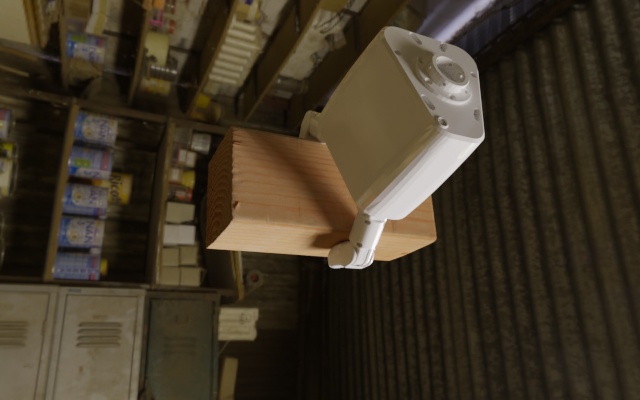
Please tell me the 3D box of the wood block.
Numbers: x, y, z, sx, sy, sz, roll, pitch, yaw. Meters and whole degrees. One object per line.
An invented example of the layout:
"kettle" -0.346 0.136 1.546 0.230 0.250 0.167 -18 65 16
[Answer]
"wood block" 0.000 0.002 0.471 0.206 0.090 0.090 7 -22 -25
